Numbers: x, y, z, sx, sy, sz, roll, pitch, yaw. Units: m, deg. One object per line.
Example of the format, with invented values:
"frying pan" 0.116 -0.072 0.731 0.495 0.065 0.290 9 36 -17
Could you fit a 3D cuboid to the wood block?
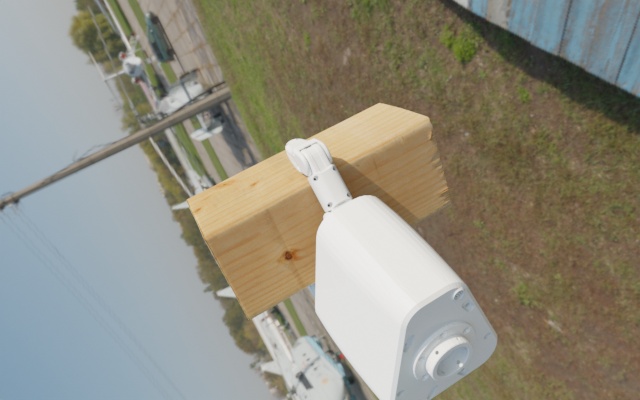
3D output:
"wood block" 0.000 0.001 0.427 0.206 0.091 0.090 -28 28 -13
